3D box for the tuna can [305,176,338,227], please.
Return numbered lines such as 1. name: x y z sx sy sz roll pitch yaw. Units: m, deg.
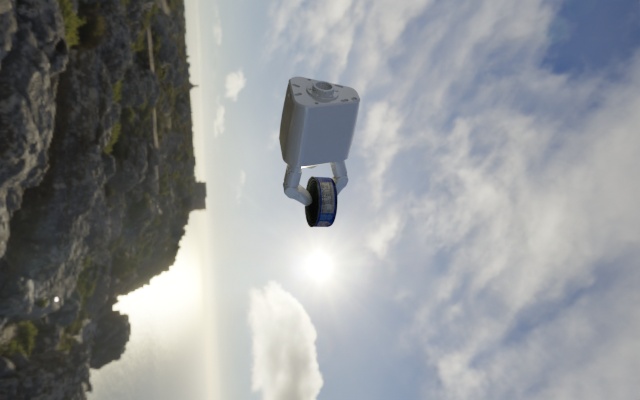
1. tuna can: 0.001 0.003 0.802 0.034 0.086 0.086 1 0 -17
